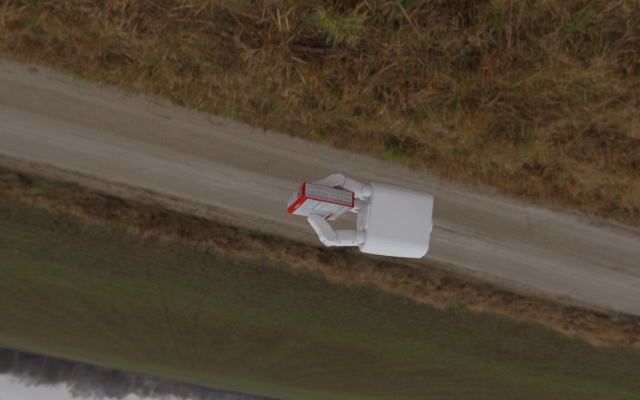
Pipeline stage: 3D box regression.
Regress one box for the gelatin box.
[{"bbox_3d":[0.000,0.003,0.768,0.089,0.030,0.073,10,-24,-21],"label":"gelatin box"}]
